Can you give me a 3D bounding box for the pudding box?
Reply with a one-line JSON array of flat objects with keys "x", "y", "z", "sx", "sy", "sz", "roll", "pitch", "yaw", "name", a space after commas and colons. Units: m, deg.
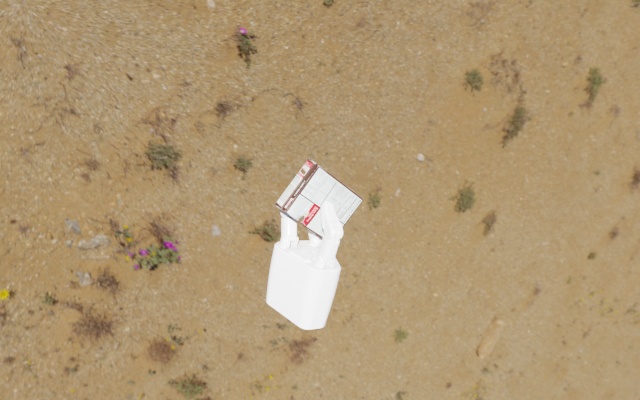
[{"x": 0.000, "y": 0.003, "z": 0.742, "sx": 0.113, "sy": 0.090, "sz": 0.039, "roll": 35, "pitch": 1, "yaw": -38, "name": "pudding box"}]
